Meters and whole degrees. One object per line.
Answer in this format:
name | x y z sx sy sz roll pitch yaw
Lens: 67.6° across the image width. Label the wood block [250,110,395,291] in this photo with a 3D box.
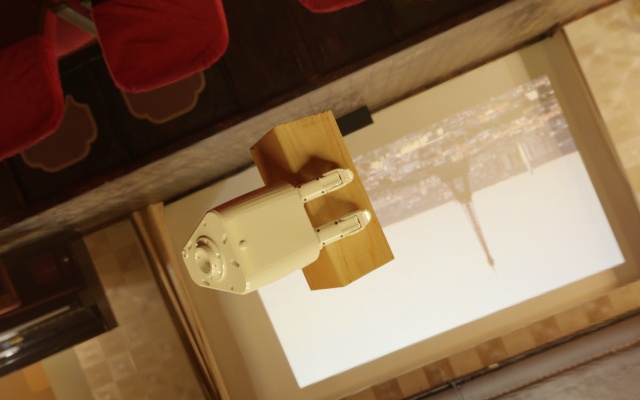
wood block | 0.000 0.002 0.619 0.090 0.206 0.091 -23 0 -32
